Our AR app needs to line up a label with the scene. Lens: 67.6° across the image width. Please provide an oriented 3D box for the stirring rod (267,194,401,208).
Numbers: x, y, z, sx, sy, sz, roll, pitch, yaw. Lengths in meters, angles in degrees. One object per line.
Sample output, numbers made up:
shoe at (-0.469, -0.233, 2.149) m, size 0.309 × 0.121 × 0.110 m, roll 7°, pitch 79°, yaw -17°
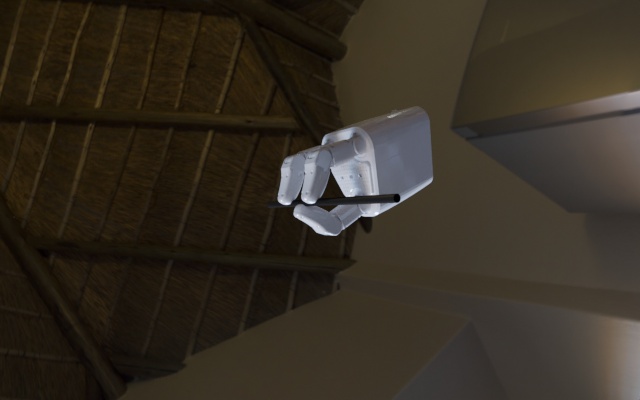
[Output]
stirring rod at (0.000, 0.002, 0.506) m, size 0.011 × 0.011 × 0.239 m, roll 0°, pitch -2°, yaw -33°
